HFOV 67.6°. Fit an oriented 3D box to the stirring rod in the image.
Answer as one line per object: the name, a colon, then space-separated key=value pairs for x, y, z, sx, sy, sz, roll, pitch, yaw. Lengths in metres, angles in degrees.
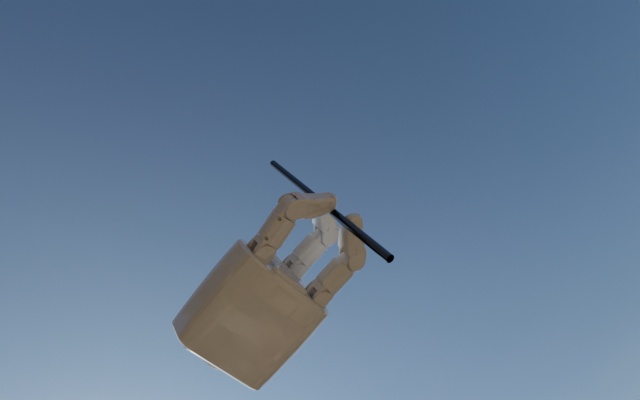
stirring rod: x=0.000 y=0.002 z=0.493 sx=0.011 sy=0.011 sz=0.239 roll=0 pitch=23 yaw=-32
